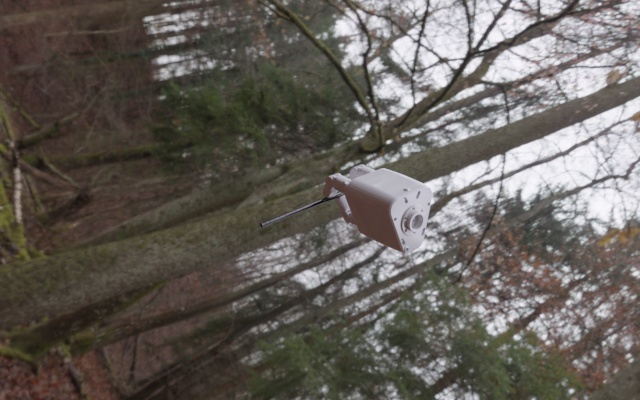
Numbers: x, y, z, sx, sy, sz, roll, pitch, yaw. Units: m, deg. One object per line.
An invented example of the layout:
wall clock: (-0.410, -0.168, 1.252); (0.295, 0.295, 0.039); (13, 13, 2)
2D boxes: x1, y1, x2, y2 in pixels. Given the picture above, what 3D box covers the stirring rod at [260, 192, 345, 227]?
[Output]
stirring rod: (0.000, 0.003, 0.850); (0.239, 0.011, 0.011); (-21, 11, -29)
